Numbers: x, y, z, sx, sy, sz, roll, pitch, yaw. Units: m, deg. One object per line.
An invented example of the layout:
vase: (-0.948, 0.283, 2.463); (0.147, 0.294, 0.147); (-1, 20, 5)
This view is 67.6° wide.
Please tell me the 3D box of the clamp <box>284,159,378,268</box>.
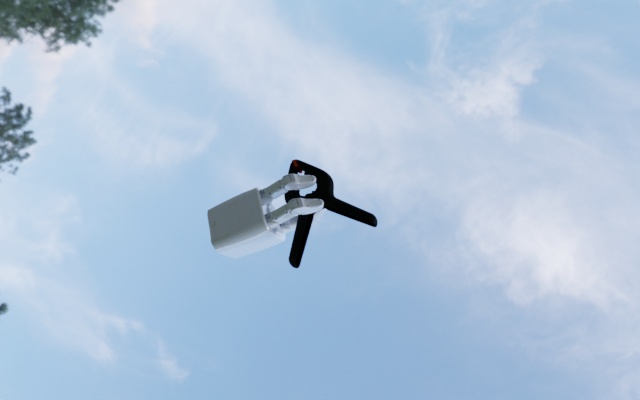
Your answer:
clamp: (0.000, 0.003, 0.853); (0.164, 0.209, 0.036); (-22, -34, 6)
